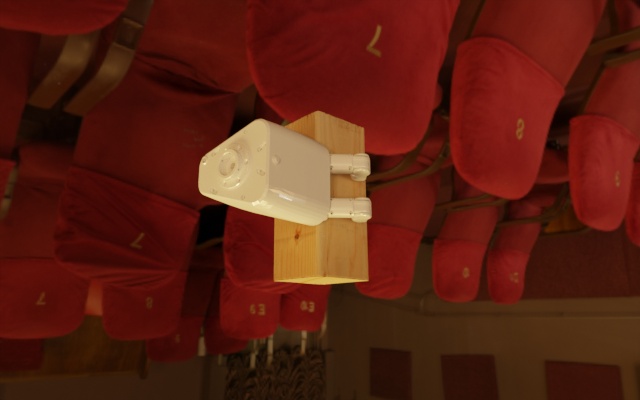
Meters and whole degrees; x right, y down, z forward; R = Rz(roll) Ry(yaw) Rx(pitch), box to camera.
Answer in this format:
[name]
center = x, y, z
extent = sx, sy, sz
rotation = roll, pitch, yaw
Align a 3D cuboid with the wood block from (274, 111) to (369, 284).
[wood block]
center = 0.000, 0.002, 0.629
extent = 0.090, 0.206, 0.091
rotation = 12, -19, -40
